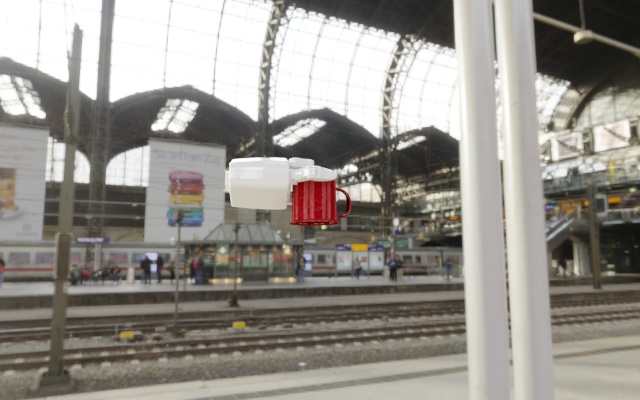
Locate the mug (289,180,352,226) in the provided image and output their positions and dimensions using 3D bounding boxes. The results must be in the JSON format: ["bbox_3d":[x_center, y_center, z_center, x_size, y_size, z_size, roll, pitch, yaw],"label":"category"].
[{"bbox_3d":[0.002,0.003,0.883,0.117,0.081,0.093,1,-8,-9],"label":"mug"}]
